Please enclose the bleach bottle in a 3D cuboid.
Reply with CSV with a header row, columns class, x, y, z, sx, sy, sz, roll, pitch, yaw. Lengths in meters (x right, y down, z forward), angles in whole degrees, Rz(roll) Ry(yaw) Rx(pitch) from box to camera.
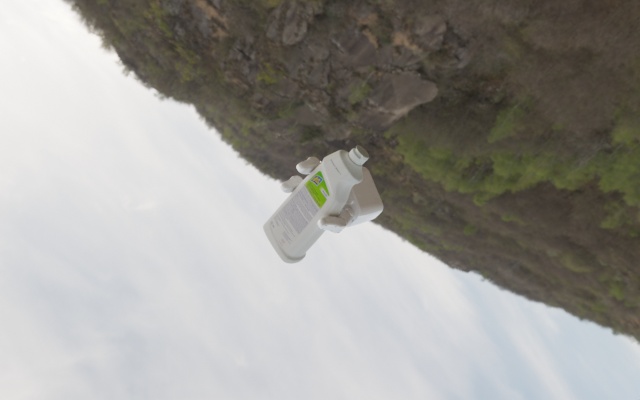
class,x,y,z,sx,sy,sz,roll,pitch,yaw
bleach bottle,0.000,0.003,0.866,0.251,0.102,0.068,-46,-21,29
